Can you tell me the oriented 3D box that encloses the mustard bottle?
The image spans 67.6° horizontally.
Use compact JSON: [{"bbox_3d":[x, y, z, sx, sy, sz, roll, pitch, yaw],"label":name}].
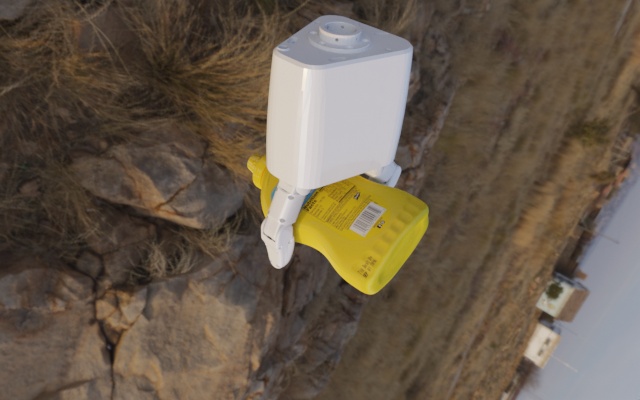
[{"bbox_3d":[0.000,0.002,0.462,0.191,0.096,0.058,31,-20,28],"label":"mustard bottle"}]
